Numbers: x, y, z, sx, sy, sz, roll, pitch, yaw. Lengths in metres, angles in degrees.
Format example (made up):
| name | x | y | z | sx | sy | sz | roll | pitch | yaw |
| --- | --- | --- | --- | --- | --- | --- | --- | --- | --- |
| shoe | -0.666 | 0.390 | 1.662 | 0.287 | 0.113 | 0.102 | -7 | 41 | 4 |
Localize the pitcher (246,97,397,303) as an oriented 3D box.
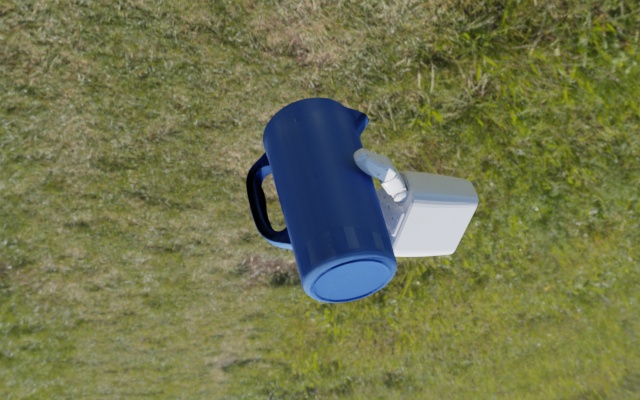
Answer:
| name | x | y | z | sx | sy | sz | roll | pitch | yaw |
| --- | --- | --- | --- | --- | --- | --- | --- | --- | --- |
| pitcher | 0.000 | 0.002 | 0.597 | 0.145 | 0.242 | 0.149 | 5 | -42 | -23 |
